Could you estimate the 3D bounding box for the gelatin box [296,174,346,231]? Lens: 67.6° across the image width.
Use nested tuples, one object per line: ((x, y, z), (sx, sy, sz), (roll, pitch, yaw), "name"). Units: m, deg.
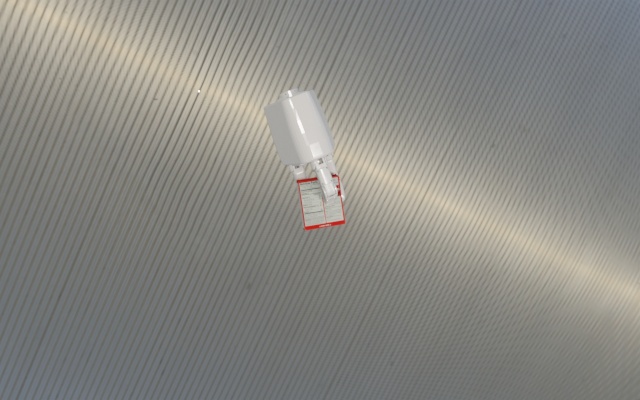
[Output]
((0.000, 0.003, 0.832), (0.073, 0.089, 0.030), (-9, 6, -10), "gelatin box")
